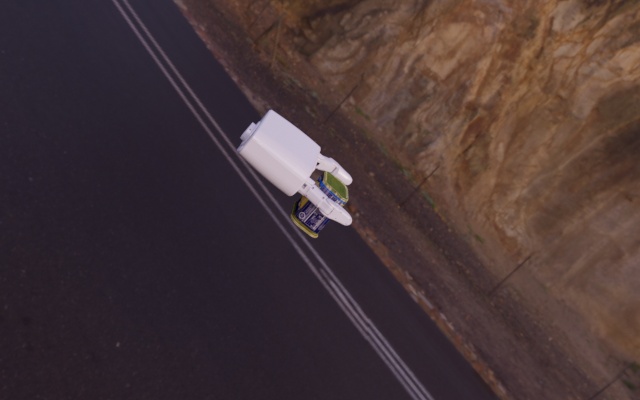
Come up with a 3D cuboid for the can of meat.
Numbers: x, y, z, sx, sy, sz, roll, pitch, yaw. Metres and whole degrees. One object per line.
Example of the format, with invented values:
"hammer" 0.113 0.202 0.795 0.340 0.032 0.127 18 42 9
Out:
"can of meat" 0.000 0.002 0.801 0.057 0.084 0.102 39 14 -10
